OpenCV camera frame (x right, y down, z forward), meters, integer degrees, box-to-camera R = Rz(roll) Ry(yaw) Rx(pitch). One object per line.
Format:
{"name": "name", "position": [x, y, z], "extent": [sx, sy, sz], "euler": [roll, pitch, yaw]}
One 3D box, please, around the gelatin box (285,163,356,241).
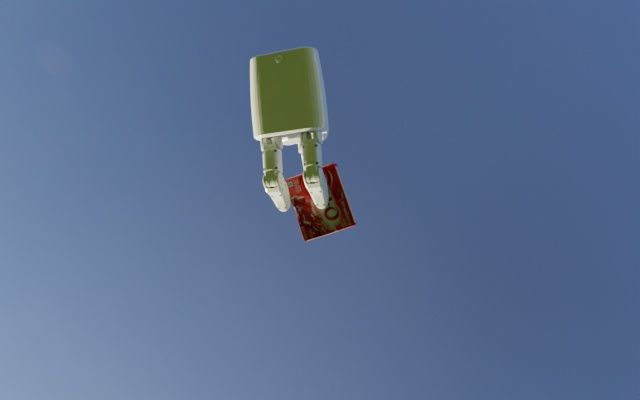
{"name": "gelatin box", "position": [0.000, 0.002, 0.644], "extent": [0.073, 0.089, 0.030], "euler": [-18, 0, 9]}
